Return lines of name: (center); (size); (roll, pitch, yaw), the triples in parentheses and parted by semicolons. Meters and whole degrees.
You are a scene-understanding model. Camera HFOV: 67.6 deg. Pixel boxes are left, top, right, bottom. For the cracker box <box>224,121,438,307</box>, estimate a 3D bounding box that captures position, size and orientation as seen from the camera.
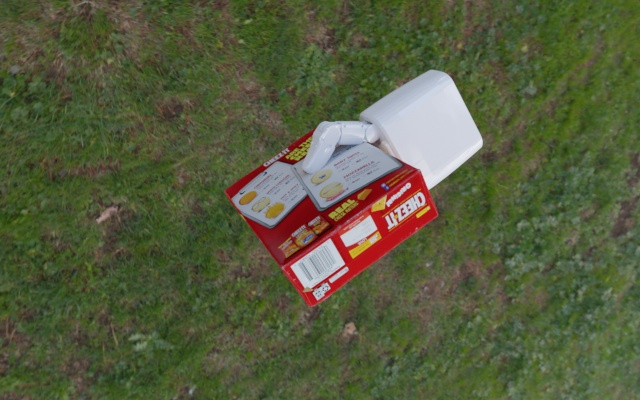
cracker box: (0.000, 0.002, 0.544); (0.164, 0.072, 0.213); (-35, 32, -9)
